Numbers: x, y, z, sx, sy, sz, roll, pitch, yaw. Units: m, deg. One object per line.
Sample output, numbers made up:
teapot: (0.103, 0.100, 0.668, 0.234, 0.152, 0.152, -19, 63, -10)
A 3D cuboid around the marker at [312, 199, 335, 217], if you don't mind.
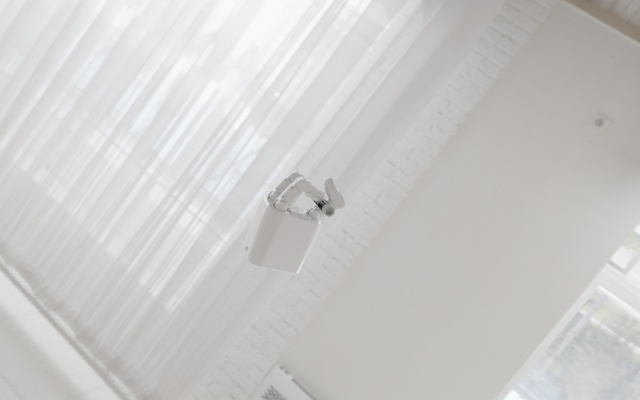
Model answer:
marker: (0.000, 0.003, 0.837, 0.020, 0.020, 0.121, 0, 15, -15)
